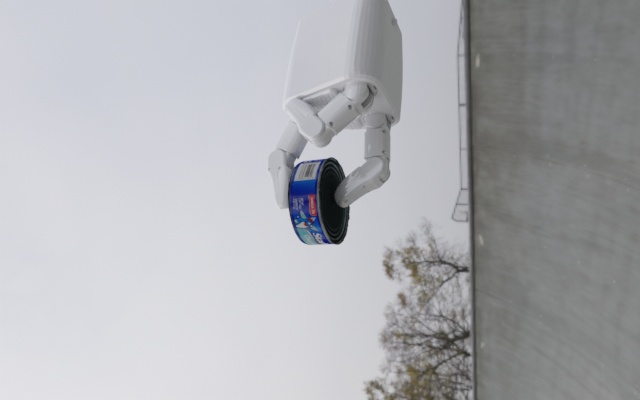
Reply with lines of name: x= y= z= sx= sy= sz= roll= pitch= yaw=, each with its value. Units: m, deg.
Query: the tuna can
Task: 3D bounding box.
tuna can: x=0.000 y=0.002 z=0.471 sx=0.034 sy=0.086 sz=0.086 roll=-4 pitch=-2 yaw=22
